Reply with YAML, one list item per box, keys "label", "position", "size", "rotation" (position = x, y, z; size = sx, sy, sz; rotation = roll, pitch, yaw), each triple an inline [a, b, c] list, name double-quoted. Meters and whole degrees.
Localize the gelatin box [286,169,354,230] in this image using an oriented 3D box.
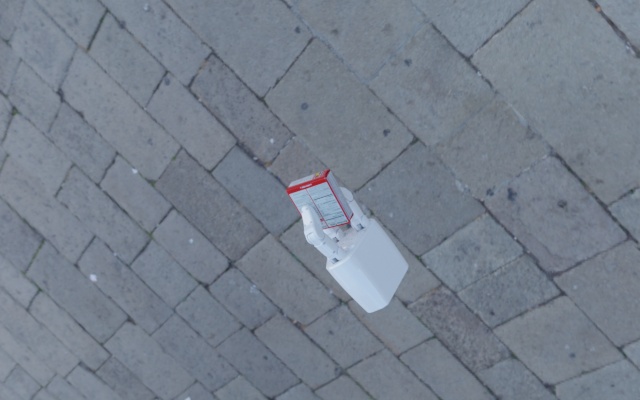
- label: "gelatin box"
  position: [0.000, 0.002, 0.745]
  size: [0.073, 0.089, 0.030]
  rotation: [-17, 27, 28]
